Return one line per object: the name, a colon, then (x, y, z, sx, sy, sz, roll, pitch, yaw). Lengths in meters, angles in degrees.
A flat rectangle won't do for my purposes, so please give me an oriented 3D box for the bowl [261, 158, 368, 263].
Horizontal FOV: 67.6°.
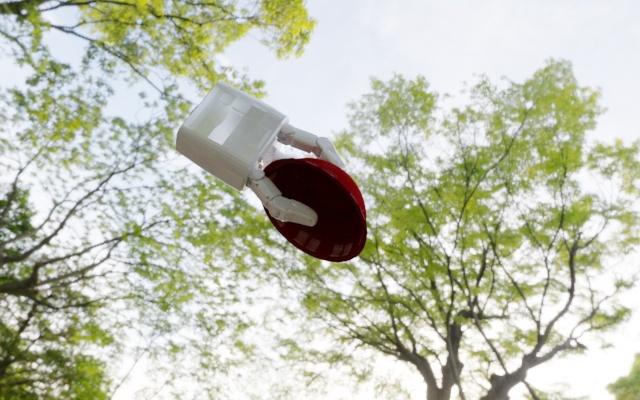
bowl: (0.001, 0.003, 0.619, 0.162, 0.162, 0.055, 0, 34, 40)
